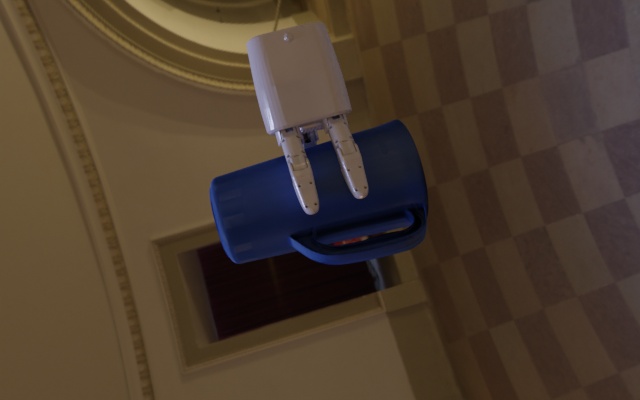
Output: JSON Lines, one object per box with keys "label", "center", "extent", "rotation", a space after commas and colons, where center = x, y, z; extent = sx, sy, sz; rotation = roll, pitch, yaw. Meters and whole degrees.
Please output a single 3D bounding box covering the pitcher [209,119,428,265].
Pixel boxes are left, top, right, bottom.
{"label": "pitcher", "center": [0.000, 0.002, 0.571], "extent": [0.243, 0.145, 0.149], "rotation": [-15, 3, -4]}
